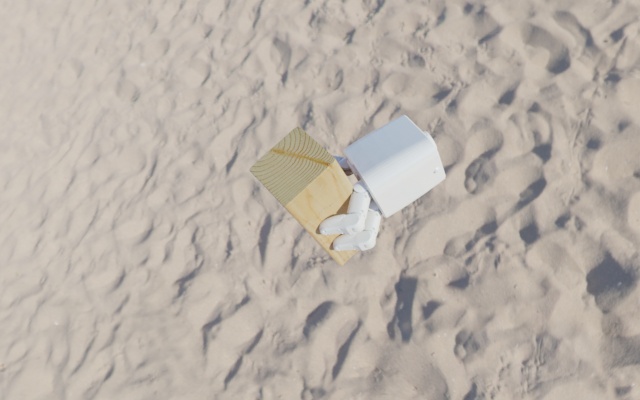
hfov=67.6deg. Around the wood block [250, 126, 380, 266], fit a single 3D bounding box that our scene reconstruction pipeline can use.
[{"bbox_3d":[0.000,0.002,0.690,0.090,0.090,0.206,45,-4,37],"label":"wood block"}]
